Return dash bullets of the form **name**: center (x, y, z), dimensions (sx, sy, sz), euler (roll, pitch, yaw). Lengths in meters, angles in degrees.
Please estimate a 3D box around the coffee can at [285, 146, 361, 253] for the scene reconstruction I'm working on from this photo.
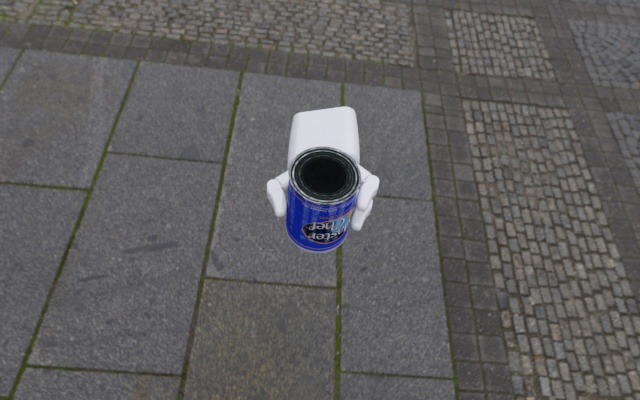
- **coffee can**: center (0.000, 0.003, 0.721), dimensions (0.103, 0.102, 0.140), euler (0, -34, -6)
